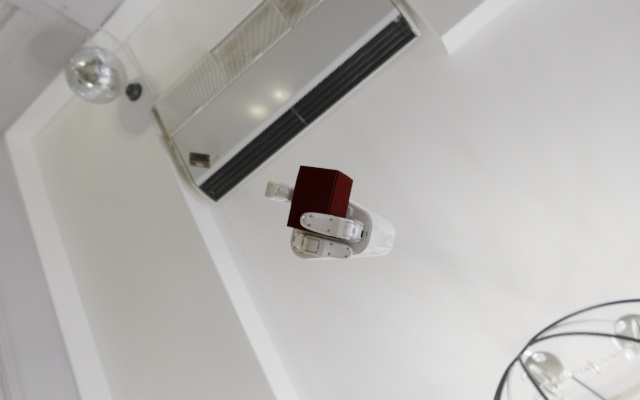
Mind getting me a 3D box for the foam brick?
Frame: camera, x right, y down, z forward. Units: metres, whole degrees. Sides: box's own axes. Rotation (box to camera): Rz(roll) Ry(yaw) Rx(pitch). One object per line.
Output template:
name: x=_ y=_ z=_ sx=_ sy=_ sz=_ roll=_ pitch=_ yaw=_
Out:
foam brick: x=0.000 y=0.002 z=0.577 sx=0.053 sy=0.078 sz=0.051 roll=12 pitch=-3 yaw=27
